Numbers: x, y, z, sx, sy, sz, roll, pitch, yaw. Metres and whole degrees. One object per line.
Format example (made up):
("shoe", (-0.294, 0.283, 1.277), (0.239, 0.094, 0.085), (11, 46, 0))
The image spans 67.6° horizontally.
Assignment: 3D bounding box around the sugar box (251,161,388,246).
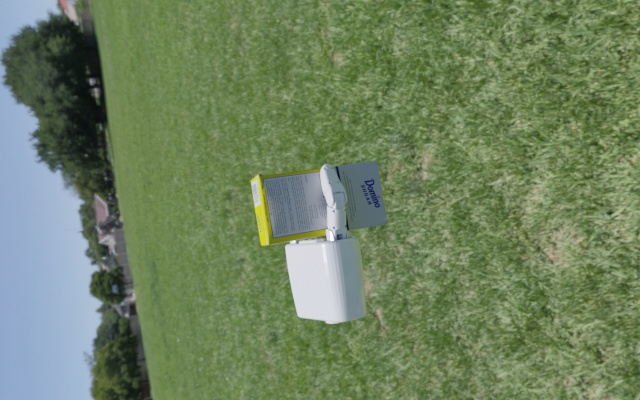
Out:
("sugar box", (0.000, 0.002, 0.657), (0.176, 0.093, 0.048), (-8, -4, -24))
